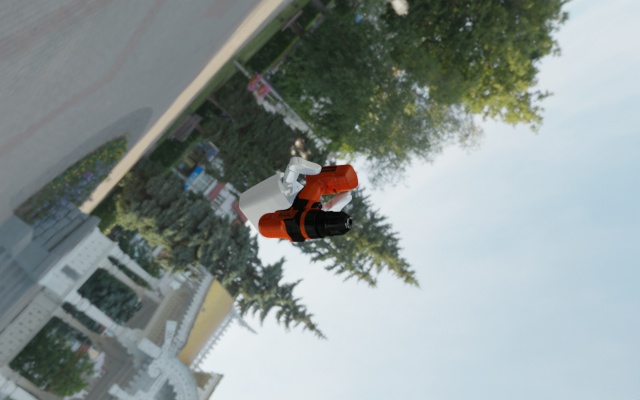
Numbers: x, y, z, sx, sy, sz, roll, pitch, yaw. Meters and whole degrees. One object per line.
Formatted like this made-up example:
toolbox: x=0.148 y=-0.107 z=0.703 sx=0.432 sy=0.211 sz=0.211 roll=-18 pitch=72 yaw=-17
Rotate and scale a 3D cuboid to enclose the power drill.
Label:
power drill: x=0.000 y=0.003 z=0.863 sx=0.184 sy=0.057 sz=0.187 roll=-2 pitch=31 yaw=32
